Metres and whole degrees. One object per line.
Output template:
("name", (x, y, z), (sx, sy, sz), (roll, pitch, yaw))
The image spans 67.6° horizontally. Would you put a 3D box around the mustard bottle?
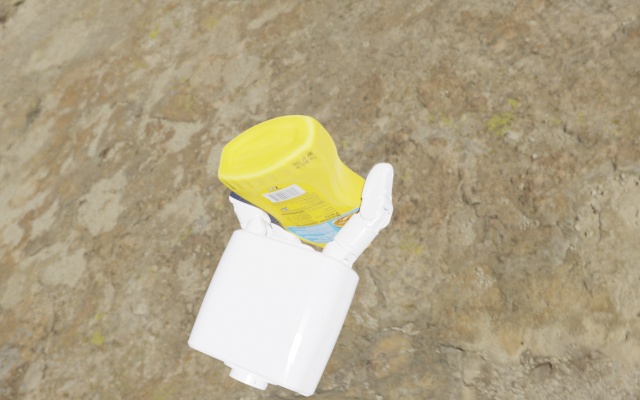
("mustard bottle", (0.000, 0.001, 0.449), (0.096, 0.058, 0.192), (-17, -36, 25))
